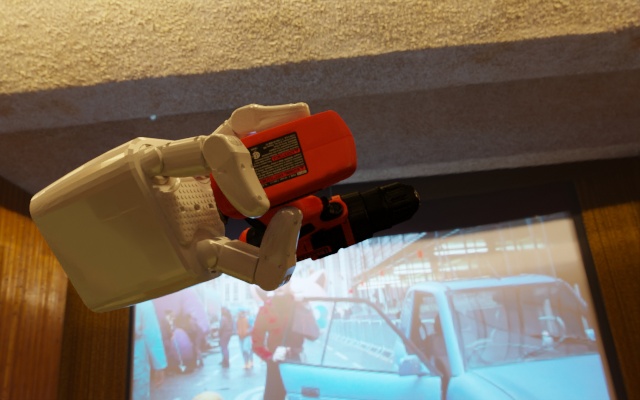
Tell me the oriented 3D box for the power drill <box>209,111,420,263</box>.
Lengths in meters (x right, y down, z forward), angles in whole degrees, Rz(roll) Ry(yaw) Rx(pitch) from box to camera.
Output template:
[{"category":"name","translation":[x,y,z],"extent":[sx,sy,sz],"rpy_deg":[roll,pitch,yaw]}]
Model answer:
[{"category":"power drill","translation":[0.000,0.001,0.410],"extent":[0.184,0.057,0.188],"rpy_deg":[-20,-24,1]}]
